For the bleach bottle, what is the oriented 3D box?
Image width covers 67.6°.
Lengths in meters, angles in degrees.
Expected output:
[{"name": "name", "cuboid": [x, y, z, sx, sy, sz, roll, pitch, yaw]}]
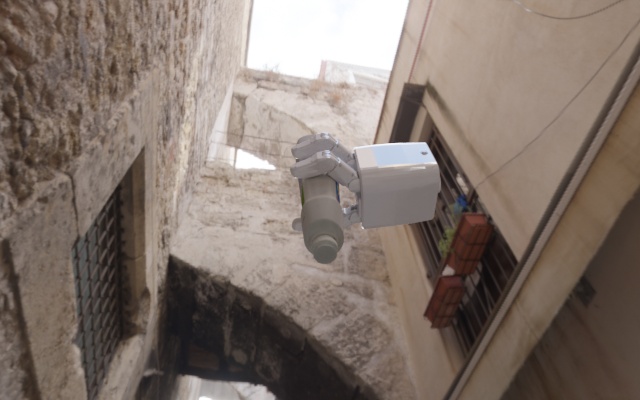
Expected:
[{"name": "bleach bottle", "cuboid": [0.000, 0.002, 0.664, 0.068, 0.103, 0.250, -5, 33, 0]}]
